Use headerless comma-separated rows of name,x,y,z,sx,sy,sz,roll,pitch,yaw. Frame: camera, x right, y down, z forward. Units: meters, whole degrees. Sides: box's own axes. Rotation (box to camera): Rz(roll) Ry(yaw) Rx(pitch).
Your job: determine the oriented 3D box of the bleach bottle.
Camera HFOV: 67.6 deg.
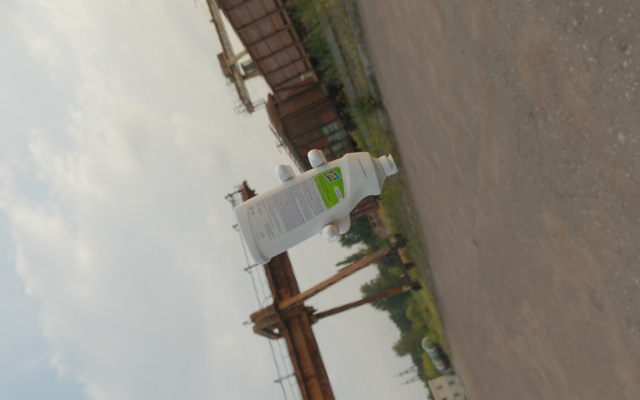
bleach bottle,0.000,0.002,0.728,0.251,0.102,0.068,-24,-9,5
